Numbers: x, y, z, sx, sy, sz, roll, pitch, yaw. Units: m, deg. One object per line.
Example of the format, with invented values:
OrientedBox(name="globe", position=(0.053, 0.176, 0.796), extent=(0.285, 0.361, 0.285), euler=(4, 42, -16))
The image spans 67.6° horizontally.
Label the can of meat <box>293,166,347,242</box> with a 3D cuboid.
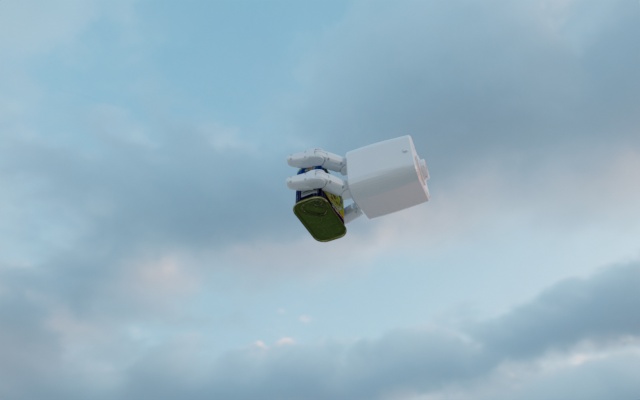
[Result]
OrientedBox(name="can of meat", position=(0.000, 0.002, 0.766), extent=(0.057, 0.083, 0.102), euler=(-19, -47, 19))
